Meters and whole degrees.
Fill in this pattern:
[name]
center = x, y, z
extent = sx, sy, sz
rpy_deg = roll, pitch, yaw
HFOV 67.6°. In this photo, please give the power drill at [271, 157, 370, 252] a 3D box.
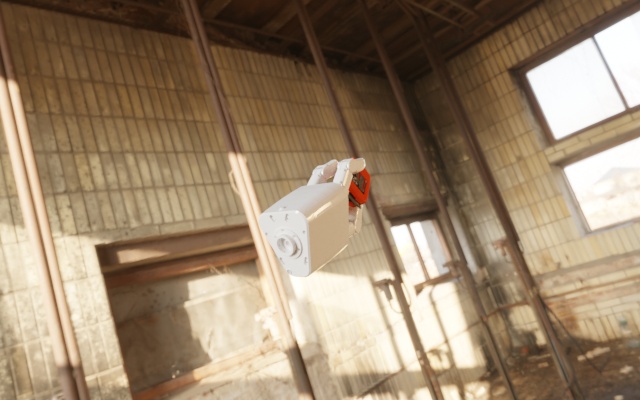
[power drill]
center = 0.000, 0.003, 0.850
extent = 0.188, 0.057, 0.184
rpy_deg = -36, 19, 26
